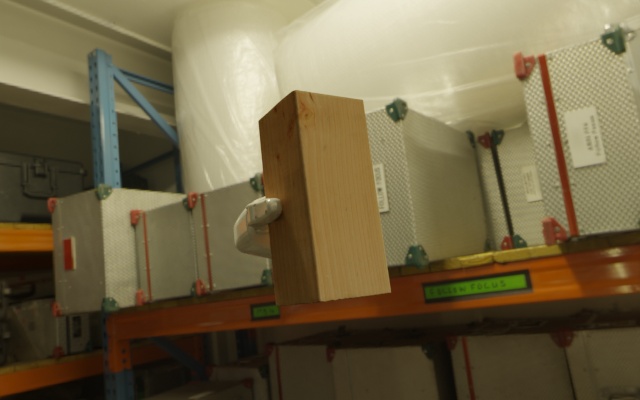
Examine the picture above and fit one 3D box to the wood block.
[{"bbox_3d":[0.000,0.002,0.506,0.091,0.206,0.090,0,-13,-33],"label":"wood block"}]
